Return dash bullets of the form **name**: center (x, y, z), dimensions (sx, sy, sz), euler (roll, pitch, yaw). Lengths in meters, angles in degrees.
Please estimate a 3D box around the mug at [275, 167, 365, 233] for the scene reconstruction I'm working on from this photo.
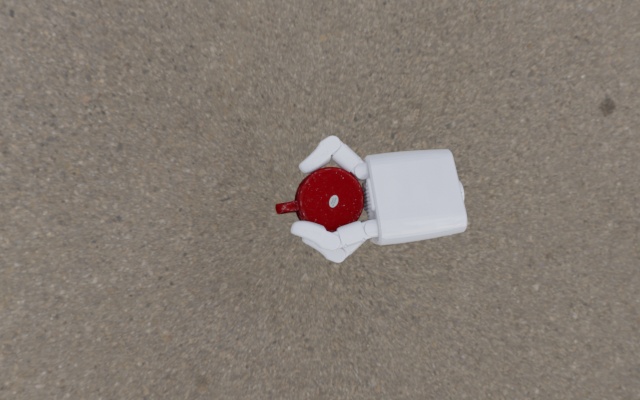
- **mug**: center (-0.001, 0.002, 0.613), dimensions (0.117, 0.093, 0.081), euler (-6, -2, -2)
